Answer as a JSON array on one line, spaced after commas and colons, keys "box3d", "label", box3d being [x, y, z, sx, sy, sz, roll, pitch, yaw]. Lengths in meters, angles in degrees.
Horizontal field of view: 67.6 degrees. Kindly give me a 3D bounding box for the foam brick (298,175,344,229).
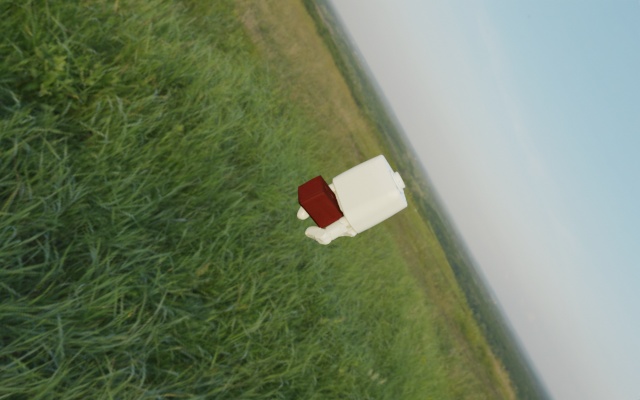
[{"box3d": [0.000, 0.003, 0.878, 0.051, 0.078, 0.053, -28, 37, 16], "label": "foam brick"}]
